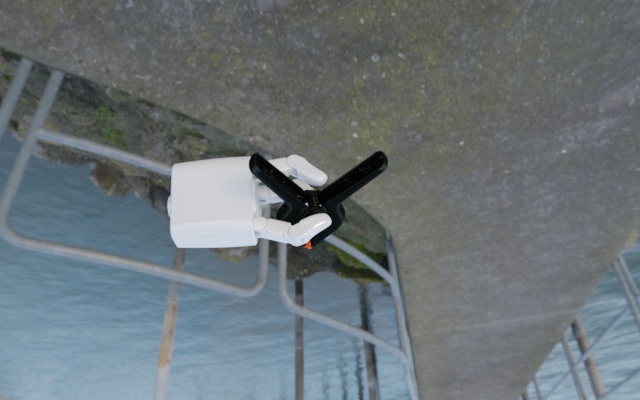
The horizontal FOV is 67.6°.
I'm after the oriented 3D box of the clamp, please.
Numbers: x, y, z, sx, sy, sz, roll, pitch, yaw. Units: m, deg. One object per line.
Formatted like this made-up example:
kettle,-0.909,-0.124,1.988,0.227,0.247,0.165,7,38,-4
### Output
clamp,0.000,0.003,0.633,0.164,0.036,0.210,-5,-33,-2
